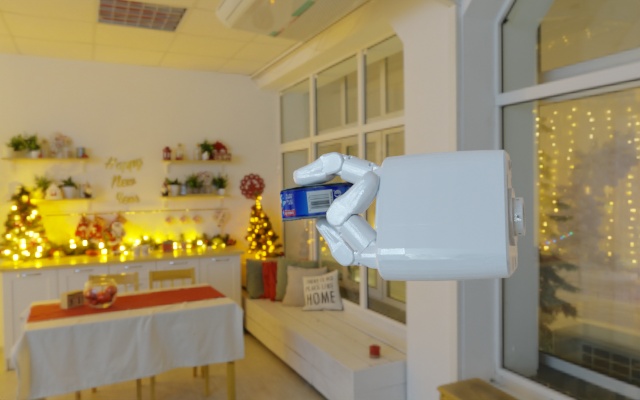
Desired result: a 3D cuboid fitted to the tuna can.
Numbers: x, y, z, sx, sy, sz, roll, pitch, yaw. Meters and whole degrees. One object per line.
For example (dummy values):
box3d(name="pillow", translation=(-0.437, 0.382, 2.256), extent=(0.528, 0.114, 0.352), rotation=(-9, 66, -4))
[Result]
box3d(name="tuna can", translation=(0.000, 0.001, 0.506), extent=(0.086, 0.034, 0.086), rotation=(-6, -2, 0))
